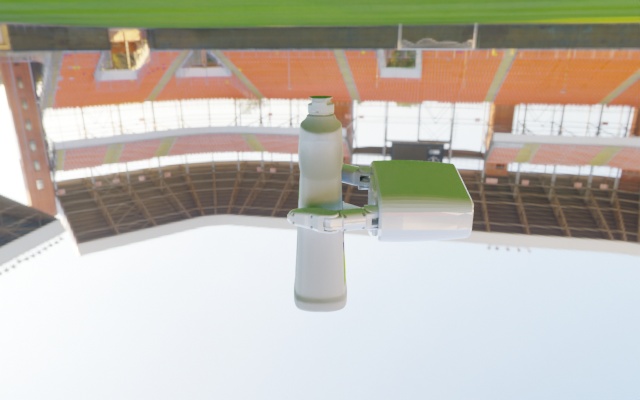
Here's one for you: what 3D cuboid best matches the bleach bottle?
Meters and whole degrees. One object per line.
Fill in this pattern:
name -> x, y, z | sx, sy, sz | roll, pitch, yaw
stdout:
bleach bottle -> 0.000, 0.002, 0.583 | 0.068, 0.251, 0.102 | 0, 19, -1
